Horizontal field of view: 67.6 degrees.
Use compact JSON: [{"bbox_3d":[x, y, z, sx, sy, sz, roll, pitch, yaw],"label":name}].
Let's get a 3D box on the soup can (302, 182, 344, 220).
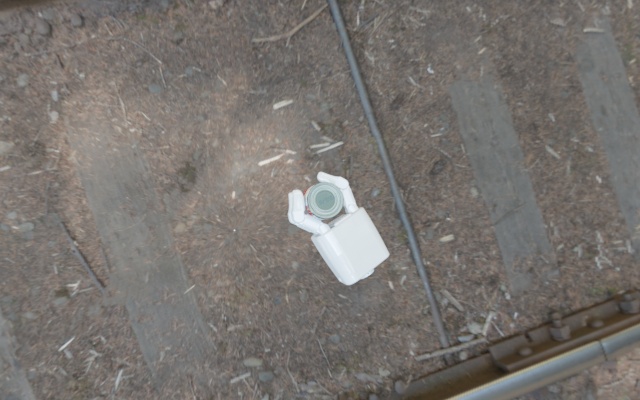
[{"bbox_3d":[0.000,0.002,0.888,0.068,0.068,0.102,0,-3,-10],"label":"soup can"}]
